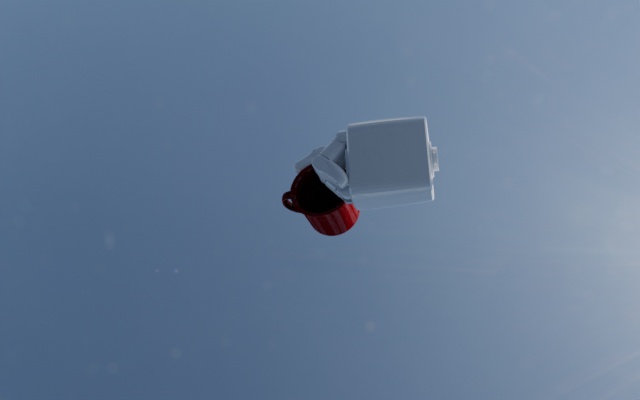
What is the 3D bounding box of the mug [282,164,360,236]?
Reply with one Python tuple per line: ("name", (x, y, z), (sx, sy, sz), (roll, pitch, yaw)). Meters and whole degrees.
("mug", (-0.001, 0.003, 0.715), (0.117, 0.093, 0.081), (-5, -31, 16))
